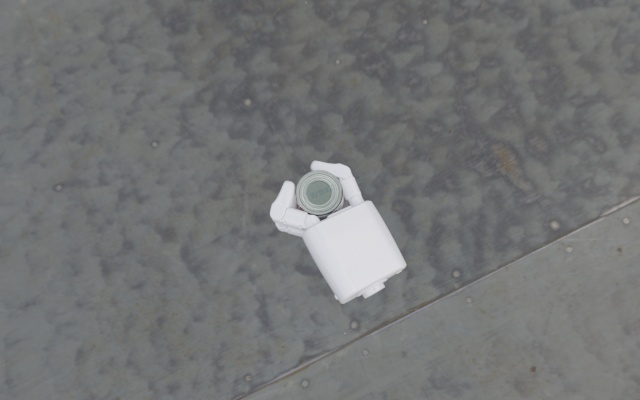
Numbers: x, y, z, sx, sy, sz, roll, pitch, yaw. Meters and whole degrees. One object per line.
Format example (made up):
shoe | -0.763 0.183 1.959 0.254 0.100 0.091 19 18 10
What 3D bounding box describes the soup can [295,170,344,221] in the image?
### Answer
soup can | 0.000 0.002 0.703 0.068 0.068 0.102 0 -15 3
